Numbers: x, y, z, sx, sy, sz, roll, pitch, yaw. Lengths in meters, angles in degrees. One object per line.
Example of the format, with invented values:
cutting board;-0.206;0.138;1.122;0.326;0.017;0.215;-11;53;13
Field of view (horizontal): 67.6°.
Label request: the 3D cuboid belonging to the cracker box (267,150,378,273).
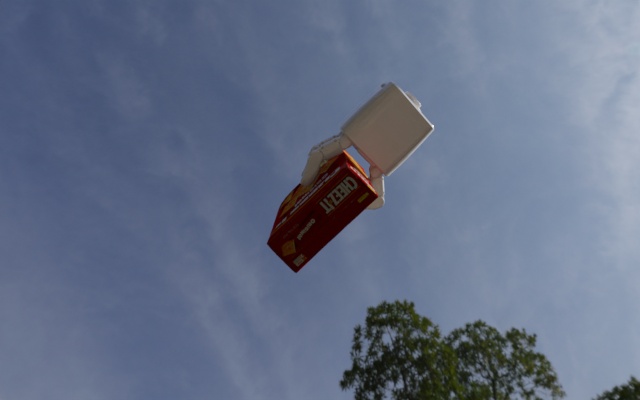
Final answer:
cracker box;0.000;0.003;0.765;0.164;0.072;0.213;-44;9;10
